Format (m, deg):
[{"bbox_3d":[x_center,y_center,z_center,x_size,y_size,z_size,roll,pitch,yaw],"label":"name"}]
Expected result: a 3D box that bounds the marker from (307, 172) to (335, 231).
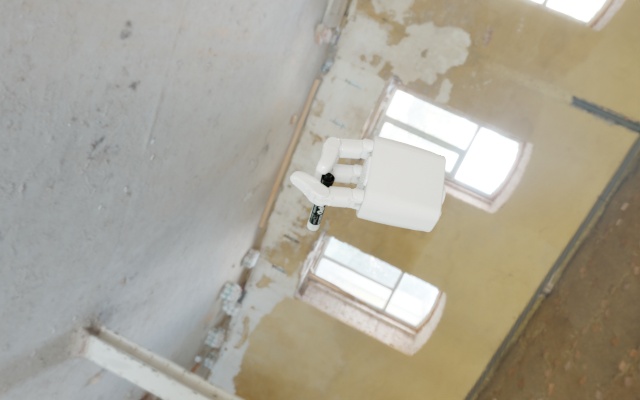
[{"bbox_3d":[0.000,0.002,0.677,0.020,0.020,0.121,0,-37,-14],"label":"marker"}]
